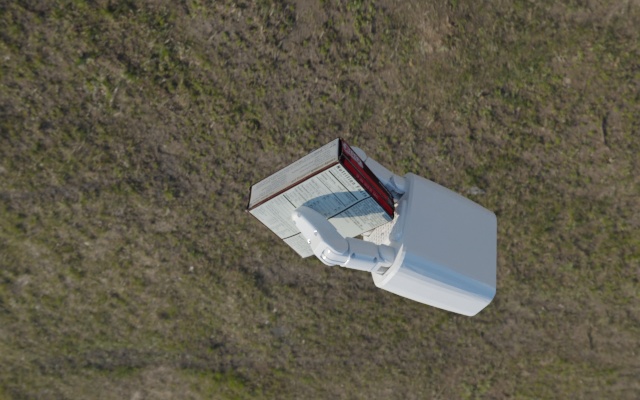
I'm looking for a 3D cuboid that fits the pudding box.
[{"bbox_3d":[0.000,0.002,0.452,0.113,0.039,0.090,-27,-54,26],"label":"pudding box"}]
